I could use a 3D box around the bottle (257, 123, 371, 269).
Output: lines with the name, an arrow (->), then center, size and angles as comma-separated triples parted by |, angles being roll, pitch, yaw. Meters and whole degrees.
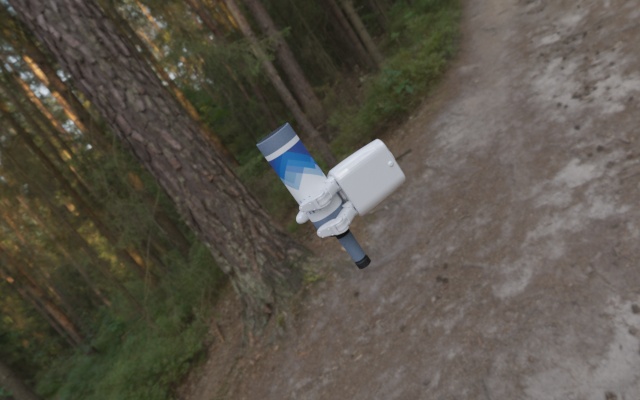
bottle -> 0.000, 0.003, 0.849 | 0.069, 0.296, 0.069 | -33, 15, 10
